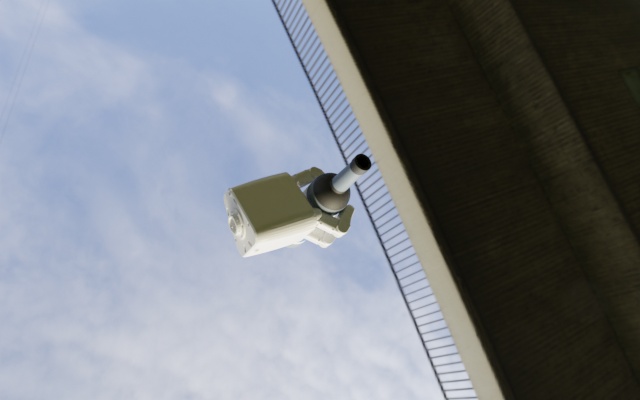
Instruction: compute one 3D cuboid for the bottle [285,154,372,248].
[{"bbox_3d":[0.000,0.003,0.796,0.069,0.069,0.296,0,-23,-26],"label":"bottle"}]
